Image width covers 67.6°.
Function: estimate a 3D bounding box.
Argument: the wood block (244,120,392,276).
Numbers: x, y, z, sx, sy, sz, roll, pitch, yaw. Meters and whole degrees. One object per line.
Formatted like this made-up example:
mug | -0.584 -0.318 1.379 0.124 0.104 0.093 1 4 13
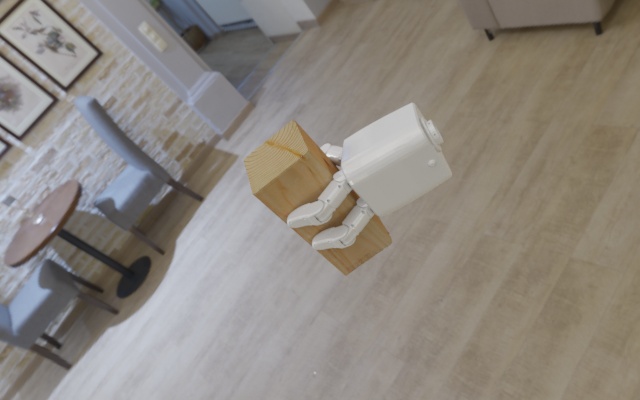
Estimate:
wood block | 0.000 0.002 0.659 0.206 0.090 0.090 45 13 -36
